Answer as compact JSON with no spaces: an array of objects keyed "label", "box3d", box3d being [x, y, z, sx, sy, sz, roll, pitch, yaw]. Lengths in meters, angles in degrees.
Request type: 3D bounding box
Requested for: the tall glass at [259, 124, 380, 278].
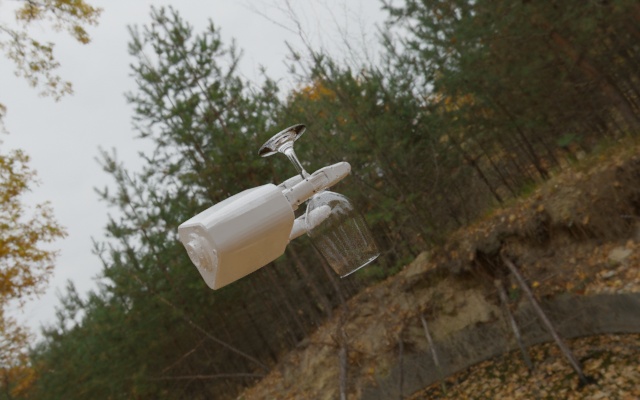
[{"label":"tall glass","box3d":[0.000,0.001,0.636,0.079,0.201,0.079,-32,-6,-4]}]
